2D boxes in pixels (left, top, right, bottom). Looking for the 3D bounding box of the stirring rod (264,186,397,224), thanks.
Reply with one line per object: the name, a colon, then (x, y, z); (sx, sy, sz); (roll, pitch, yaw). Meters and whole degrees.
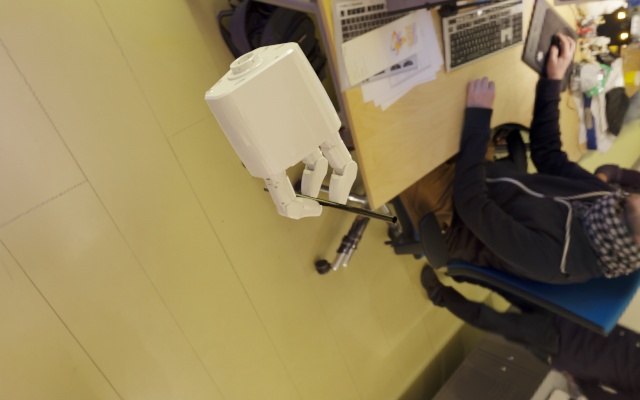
stirring rod: (0.000, 0.002, 0.588); (0.011, 0.011, 0.239); (0, 9, -41)
